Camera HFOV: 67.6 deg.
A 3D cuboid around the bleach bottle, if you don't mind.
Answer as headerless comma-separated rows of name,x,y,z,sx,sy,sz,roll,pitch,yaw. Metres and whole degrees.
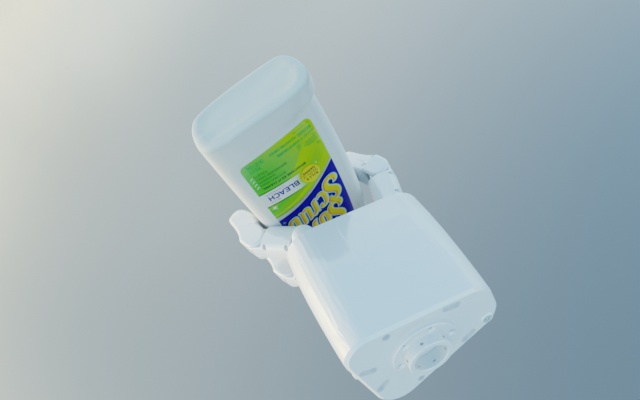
bleach bottle,0.000,0.001,0.431,0.102,0.251,0.068,-36,42,2
